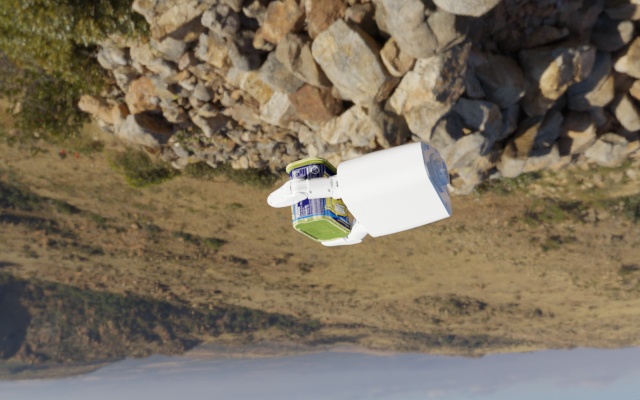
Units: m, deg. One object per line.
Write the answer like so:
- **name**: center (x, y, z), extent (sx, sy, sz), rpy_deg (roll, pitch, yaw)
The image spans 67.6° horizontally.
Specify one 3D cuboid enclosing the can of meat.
- **can of meat**: center (0.000, 0.002, 0.635), extent (0.057, 0.084, 0.102), rpy_deg (-15, -23, 22)
